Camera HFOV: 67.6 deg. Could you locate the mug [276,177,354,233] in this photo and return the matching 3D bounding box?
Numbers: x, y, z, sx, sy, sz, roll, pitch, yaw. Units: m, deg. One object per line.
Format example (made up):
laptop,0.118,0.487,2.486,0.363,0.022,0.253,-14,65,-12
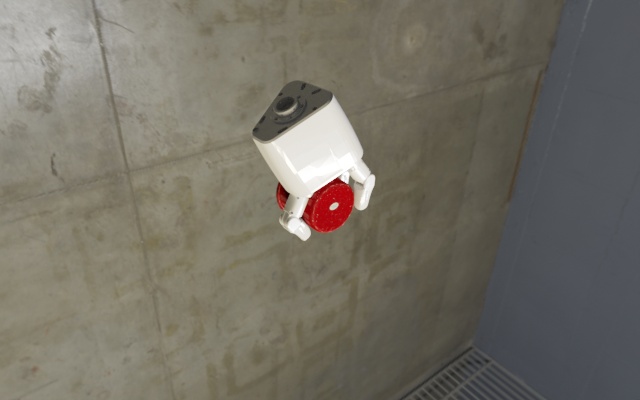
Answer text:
mug,0.001,0.003,0.713,0.081,0.093,0.117,34,-15,43
